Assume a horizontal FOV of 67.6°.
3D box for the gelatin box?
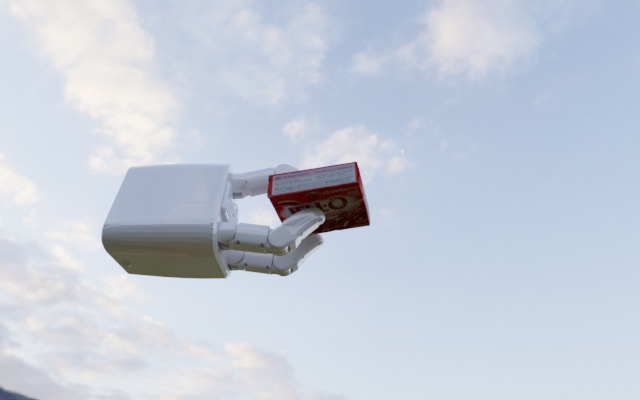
[{"bbox_3d":[0.000,0.001,0.471,0.089,0.030,0.073,-9,-38,9],"label":"gelatin box"}]
